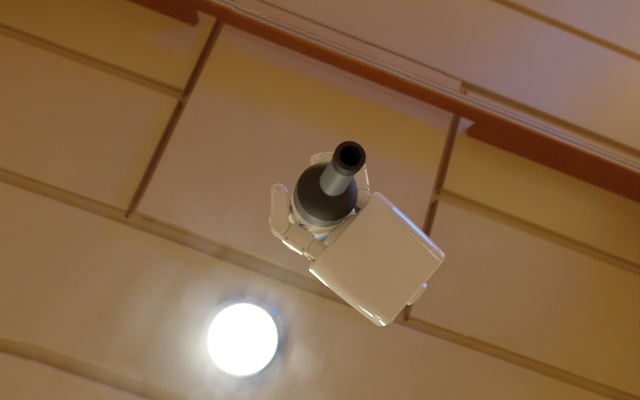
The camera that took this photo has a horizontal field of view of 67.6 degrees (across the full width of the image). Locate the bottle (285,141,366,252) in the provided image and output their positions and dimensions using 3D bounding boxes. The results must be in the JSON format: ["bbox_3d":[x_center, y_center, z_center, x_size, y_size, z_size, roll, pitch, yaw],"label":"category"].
[{"bbox_3d":[0.000,0.002,0.540,0.069,0.069,0.296,0,-16,-10],"label":"bottle"}]
